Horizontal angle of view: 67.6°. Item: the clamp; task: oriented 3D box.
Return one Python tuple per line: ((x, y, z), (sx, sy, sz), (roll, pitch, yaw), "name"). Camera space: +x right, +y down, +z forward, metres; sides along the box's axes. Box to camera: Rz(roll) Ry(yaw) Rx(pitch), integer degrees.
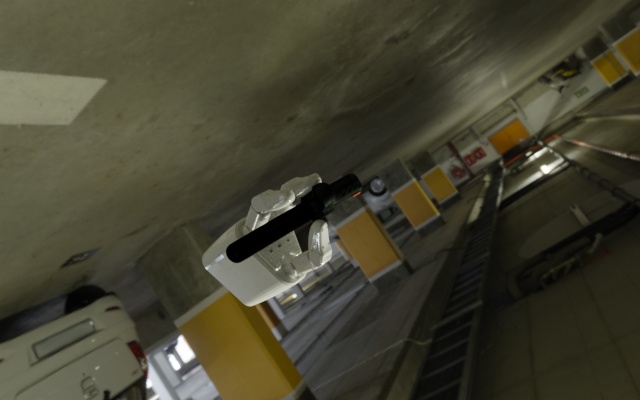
((0.001, 0.003, 0.583), (0.164, 0.036, 0.210), (-33, -3, 41), "clamp")
